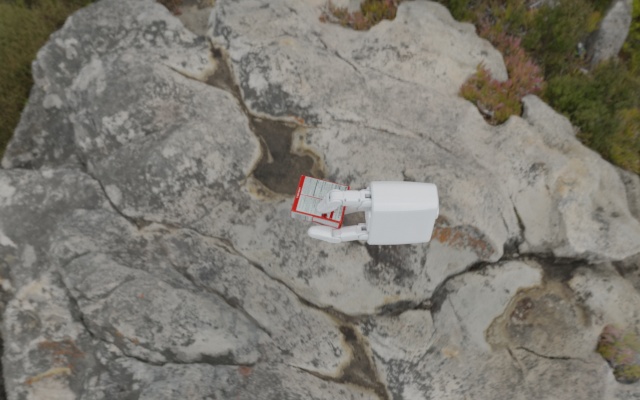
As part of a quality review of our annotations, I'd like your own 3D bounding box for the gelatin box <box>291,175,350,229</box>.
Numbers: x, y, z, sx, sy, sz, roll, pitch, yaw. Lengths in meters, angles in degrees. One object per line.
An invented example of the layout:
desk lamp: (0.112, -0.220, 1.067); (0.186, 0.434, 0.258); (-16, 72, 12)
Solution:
gelatin box: (0.000, 0.002, 0.821); (0.089, 0.073, 0.030); (14, -27, 1)
